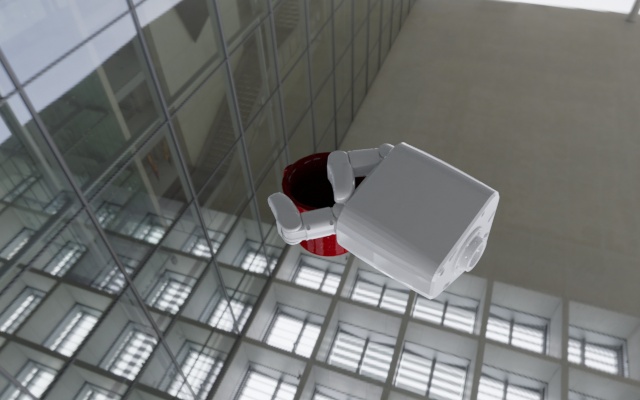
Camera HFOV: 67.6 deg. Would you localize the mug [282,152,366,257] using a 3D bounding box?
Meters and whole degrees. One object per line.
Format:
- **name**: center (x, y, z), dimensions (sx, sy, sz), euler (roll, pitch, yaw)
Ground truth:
- **mug**: center (-0.001, 0.001, 0.531), dimensions (0.117, 0.082, 0.093), euler (33, 56, 32)
